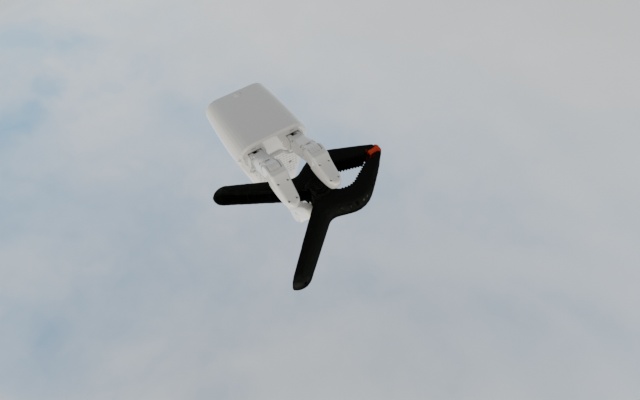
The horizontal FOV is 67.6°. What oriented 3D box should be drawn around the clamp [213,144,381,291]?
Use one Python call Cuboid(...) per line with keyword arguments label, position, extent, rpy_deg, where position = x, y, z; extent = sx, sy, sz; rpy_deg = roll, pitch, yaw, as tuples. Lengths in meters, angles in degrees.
Cuboid(label="clamp", position=(0.000, 0.002, 0.571), extent=(0.210, 0.164, 0.036), rpy_deg=(-29, -29, -19))
